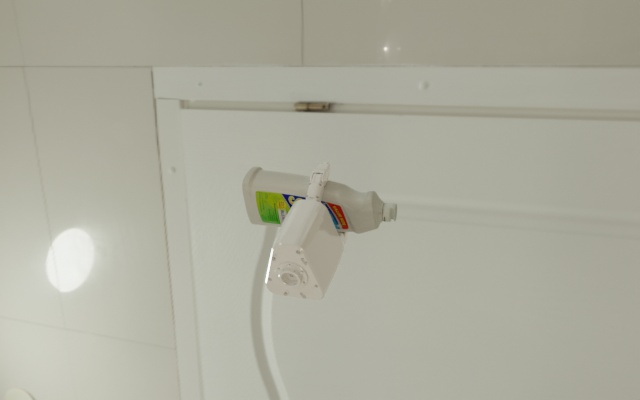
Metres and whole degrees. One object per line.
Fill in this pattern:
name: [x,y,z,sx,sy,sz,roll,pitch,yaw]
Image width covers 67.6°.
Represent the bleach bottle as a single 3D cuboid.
bleach bottle: [0.000,0.003,0.794,0.251,0.103,0.068,5,35,16]
